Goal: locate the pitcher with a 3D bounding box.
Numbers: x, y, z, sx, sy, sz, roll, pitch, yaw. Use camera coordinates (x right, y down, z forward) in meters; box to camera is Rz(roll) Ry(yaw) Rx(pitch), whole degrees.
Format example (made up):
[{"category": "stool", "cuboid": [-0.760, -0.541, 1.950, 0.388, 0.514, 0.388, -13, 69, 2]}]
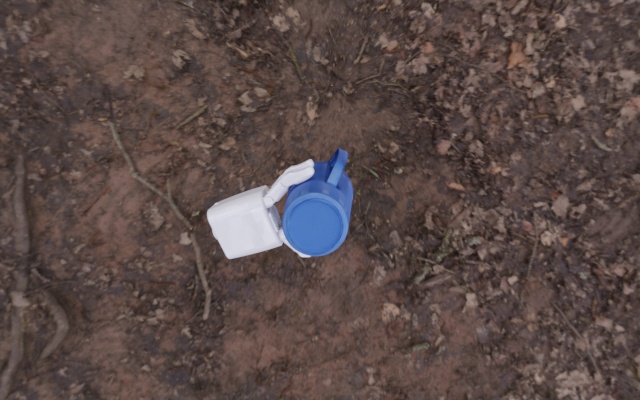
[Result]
[{"category": "pitcher", "cuboid": [0.000, 0.003, 0.873, 0.145, 0.149, 0.242, -17, 13, 6]}]
